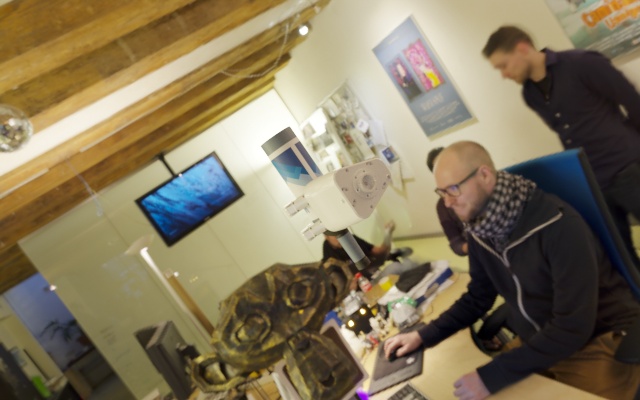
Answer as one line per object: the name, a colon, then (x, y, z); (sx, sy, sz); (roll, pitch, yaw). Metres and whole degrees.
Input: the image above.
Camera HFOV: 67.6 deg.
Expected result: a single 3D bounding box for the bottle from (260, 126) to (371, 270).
bottle: (0.000, 0.003, 0.885); (0.069, 0.296, 0.069); (-34, 5, 4)
